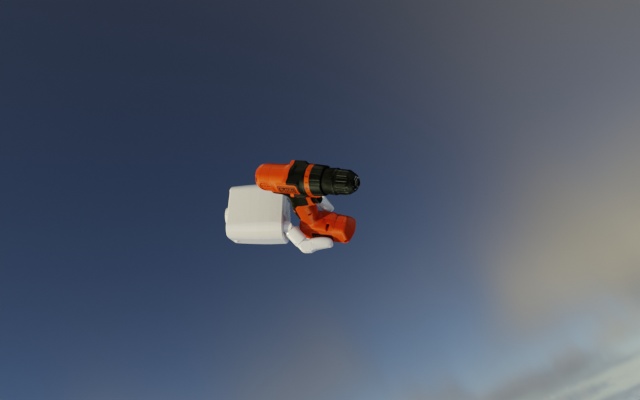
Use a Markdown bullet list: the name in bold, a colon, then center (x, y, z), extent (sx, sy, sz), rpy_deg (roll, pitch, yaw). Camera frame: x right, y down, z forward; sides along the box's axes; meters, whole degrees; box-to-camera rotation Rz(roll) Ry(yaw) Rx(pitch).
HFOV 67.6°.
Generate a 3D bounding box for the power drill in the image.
- **power drill**: center (0.000, 0.003, 0.825), extent (0.184, 0.057, 0.188), rpy_deg (7, -32, 28)
